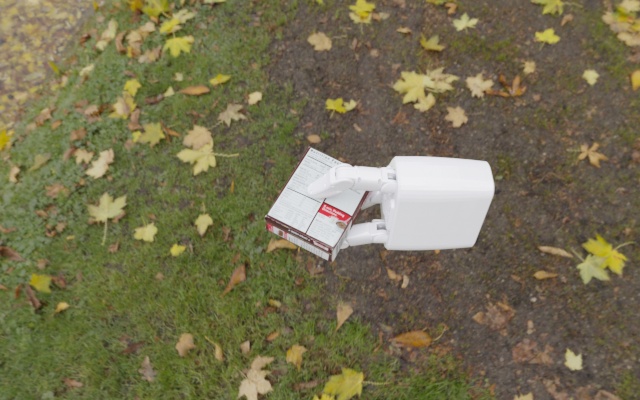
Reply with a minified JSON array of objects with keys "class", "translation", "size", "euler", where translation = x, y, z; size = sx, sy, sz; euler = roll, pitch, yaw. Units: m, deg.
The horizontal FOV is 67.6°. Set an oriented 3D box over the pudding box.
[{"class":"pudding box","translation":[0.000,0.002,0.560],"size":[0.090,0.113,0.039],"euler":[26,-28,11]}]
